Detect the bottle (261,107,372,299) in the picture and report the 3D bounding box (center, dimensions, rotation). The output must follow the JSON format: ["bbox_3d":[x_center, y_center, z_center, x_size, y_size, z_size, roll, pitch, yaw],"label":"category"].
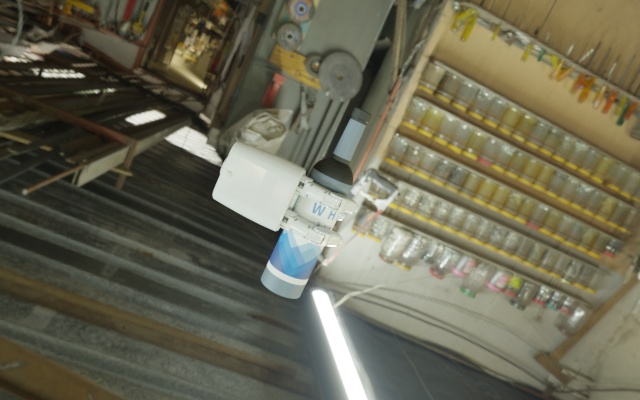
[{"bbox_3d":[0.000,0.003,0.711,0.069,0.296,0.069,24,10,-5],"label":"bottle"}]
